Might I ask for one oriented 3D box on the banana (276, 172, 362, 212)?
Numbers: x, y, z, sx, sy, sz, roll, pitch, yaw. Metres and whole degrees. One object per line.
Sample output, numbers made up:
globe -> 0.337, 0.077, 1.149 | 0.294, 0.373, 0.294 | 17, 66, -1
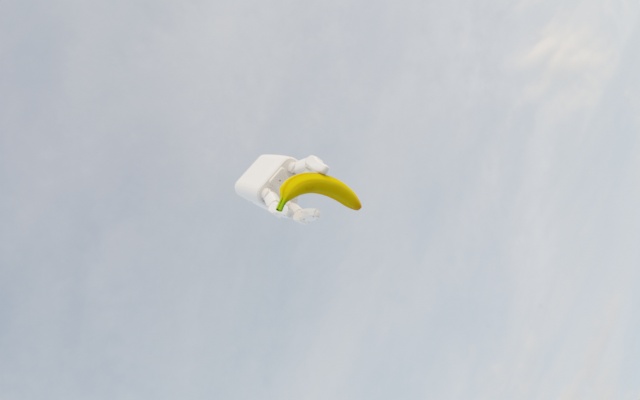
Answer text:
banana -> -0.002, -0.016, 0.867 | 0.198, 0.069, 0.037 | 0, 5, -38
